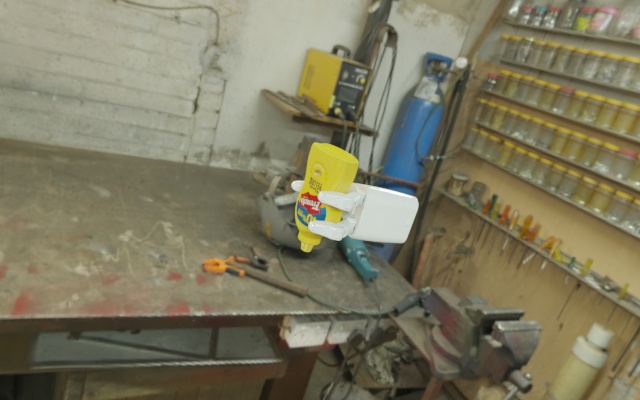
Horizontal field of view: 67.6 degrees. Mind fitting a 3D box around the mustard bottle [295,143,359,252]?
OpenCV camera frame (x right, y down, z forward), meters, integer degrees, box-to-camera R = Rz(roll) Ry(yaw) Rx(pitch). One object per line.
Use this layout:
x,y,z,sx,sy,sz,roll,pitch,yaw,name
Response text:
0.000,0.002,0.833,0.058,0.192,0.096,-2,26,-43,mustard bottle
